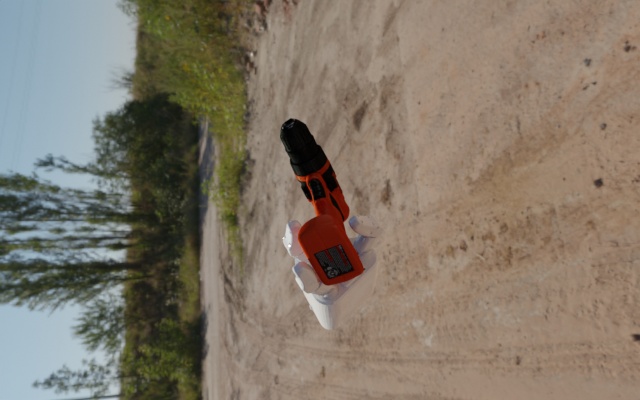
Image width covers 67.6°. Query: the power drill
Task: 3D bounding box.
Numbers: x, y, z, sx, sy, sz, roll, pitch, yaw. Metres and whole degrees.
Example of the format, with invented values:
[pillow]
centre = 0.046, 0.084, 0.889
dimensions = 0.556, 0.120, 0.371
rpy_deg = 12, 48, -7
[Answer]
[power drill]
centre = 0.000, 0.003, 0.628
dimensions = 0.057, 0.184, 0.187
rpy_deg = -22, 36, 11
